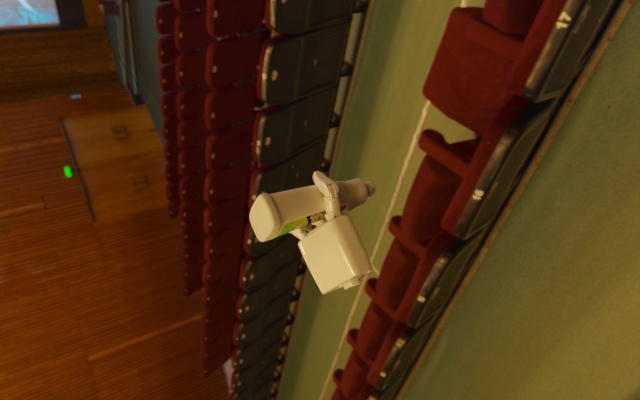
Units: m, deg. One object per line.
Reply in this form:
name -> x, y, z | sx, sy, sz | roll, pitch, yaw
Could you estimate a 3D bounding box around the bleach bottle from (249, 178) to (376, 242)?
bleach bottle -> 0.000, 0.003, 0.879 | 0.251, 0.068, 0.103 | -17, -17, -29
